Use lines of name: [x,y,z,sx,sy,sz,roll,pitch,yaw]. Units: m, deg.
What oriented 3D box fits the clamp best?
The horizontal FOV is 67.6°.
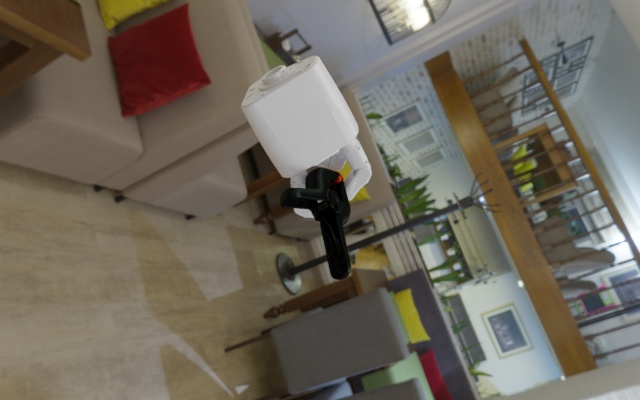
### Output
clamp: [0.001,0.002,0.573,0.039,0.120,0.171,-23,29,16]
